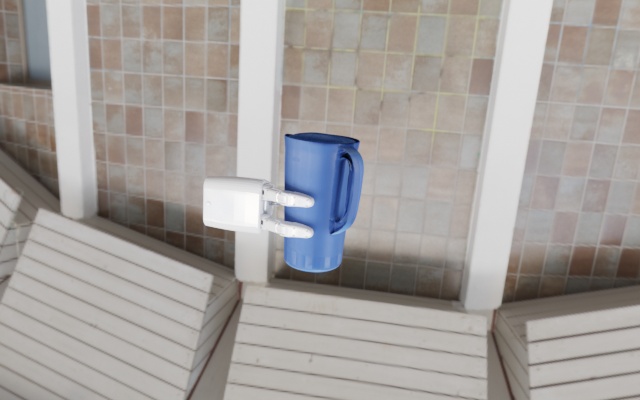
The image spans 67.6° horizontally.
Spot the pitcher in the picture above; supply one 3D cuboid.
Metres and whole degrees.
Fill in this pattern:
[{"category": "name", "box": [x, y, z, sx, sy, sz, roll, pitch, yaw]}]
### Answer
[{"category": "pitcher", "box": [0.000, 0.003, 0.855, 0.145, 0.243, 0.149, 6, 14, 6]}]
